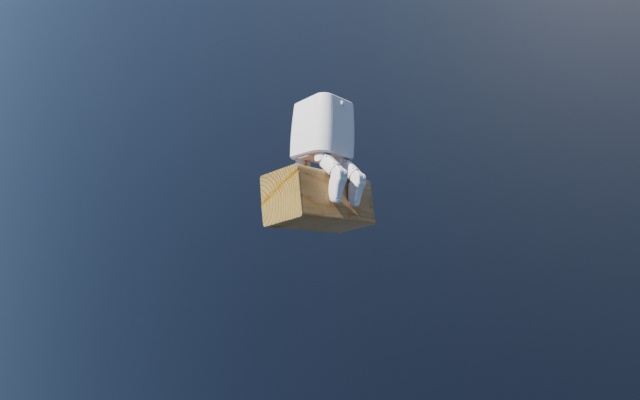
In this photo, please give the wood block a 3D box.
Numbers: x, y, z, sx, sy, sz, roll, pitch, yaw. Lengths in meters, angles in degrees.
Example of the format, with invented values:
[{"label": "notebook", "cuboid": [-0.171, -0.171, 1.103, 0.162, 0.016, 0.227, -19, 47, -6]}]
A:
[{"label": "wood block", "cuboid": [0.000, 0.002, 0.852, 0.091, 0.090, 0.206, -16, -16, 38]}]
